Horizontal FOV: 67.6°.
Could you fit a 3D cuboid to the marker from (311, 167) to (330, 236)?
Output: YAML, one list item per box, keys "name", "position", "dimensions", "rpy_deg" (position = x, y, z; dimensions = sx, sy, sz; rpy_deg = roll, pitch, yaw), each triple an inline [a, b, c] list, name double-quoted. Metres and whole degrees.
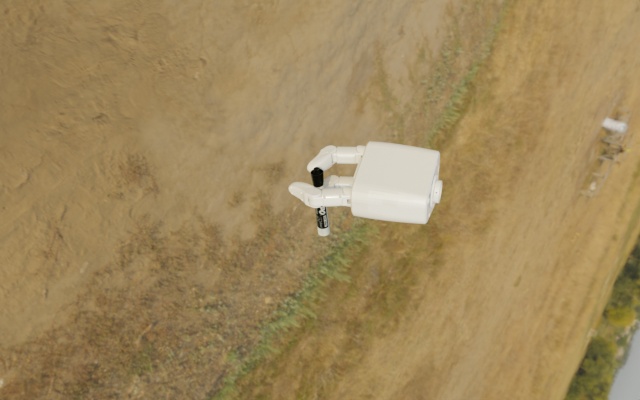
- name: "marker"
  position: [0.000, 0.002, 0.715]
  dimensions: [0.020, 0.121, 0.020]
  rpy_deg: [-4, 37, 3]
